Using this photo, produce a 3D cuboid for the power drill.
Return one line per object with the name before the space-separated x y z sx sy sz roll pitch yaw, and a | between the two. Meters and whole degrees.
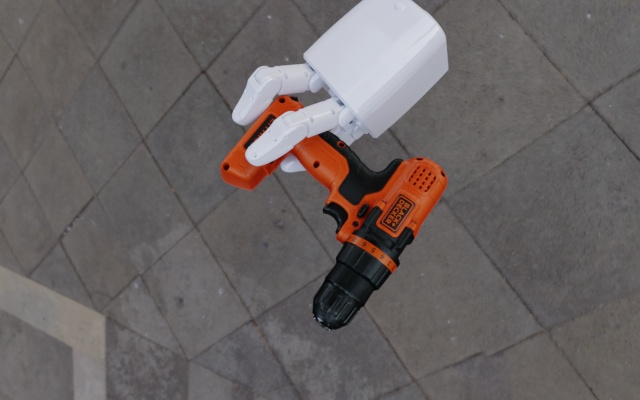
power drill | 0.000 0.001 0.455 0.187 0.184 0.057 35 -14 9
